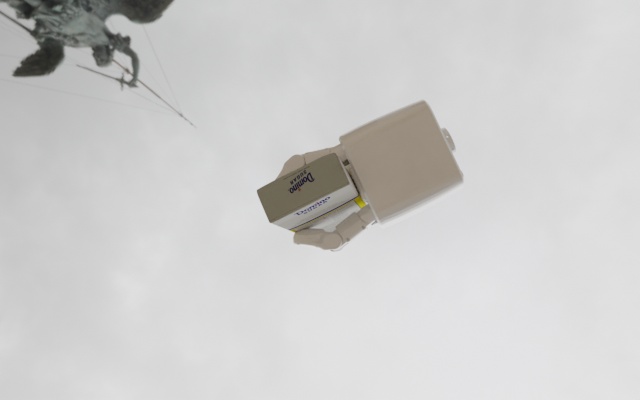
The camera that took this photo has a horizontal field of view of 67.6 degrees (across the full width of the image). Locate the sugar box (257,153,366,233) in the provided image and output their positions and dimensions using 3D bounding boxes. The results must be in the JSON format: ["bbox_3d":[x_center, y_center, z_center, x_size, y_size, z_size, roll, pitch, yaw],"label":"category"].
[{"bbox_3d":[0.000,0.001,0.559,0.093,0.048,0.176,-26,-17,6],"label":"sugar box"}]
